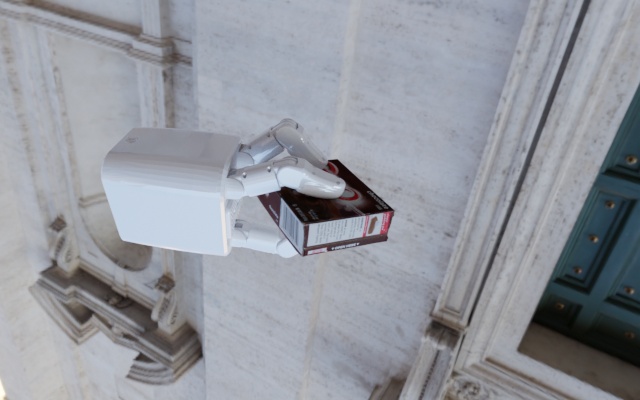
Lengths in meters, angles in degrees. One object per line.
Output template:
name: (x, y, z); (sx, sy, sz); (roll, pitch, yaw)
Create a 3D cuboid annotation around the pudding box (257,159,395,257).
pudding box: (0.000, 0.002, 0.446); (0.090, 0.039, 0.113); (-8, 35, -26)
